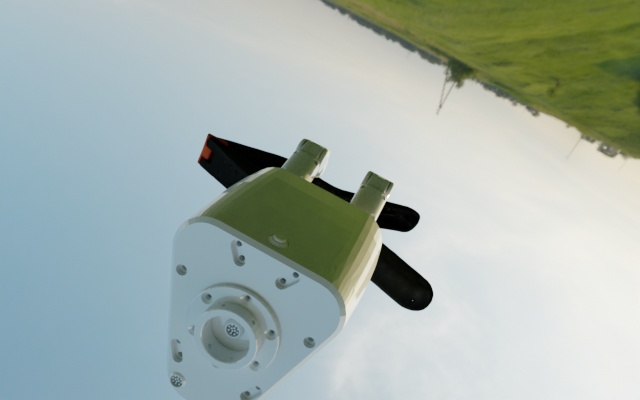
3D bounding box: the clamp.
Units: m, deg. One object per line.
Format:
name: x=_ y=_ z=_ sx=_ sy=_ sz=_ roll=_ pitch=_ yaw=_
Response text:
clamp: x=-0.001 y=0.002 z=0.402 sx=0.210 sy=0.036 sz=0.164 roll=28 pitch=19 yaw=6
